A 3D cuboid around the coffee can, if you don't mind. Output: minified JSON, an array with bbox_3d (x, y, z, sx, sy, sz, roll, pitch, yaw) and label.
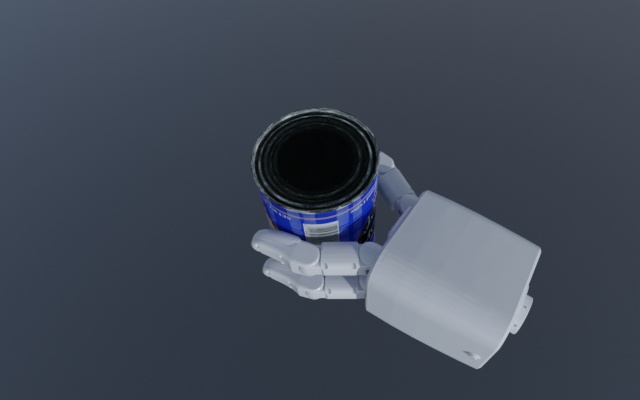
[{"bbox_3d":[0.000,0.001,0.434,0.103,0.102,0.140,0,-31,4],"label":"coffee can"}]
